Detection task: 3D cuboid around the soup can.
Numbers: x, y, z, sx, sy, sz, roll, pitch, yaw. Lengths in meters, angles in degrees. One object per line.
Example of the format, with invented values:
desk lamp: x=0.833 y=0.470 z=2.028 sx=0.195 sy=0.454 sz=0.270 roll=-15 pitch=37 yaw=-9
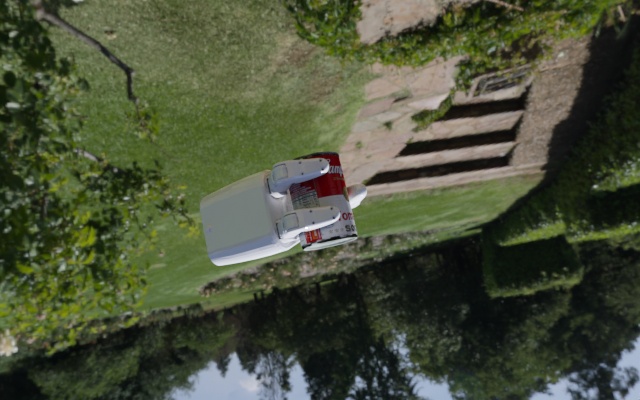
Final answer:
soup can: x=0.001 y=0.002 z=0.559 sx=0.068 sy=0.102 sz=0.068 roll=-12 pitch=-10 yaw=-2
